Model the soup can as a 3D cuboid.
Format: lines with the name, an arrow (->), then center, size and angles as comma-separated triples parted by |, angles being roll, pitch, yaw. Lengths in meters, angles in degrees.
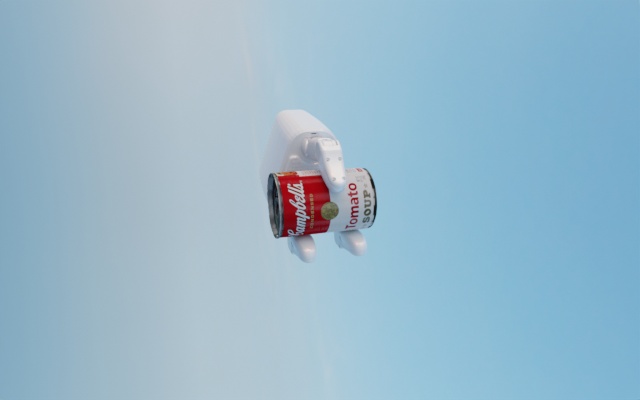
soup can -> 0.001, 0.002, 0.501 | 0.102, 0.068, 0.068 | -5, 1, -16
